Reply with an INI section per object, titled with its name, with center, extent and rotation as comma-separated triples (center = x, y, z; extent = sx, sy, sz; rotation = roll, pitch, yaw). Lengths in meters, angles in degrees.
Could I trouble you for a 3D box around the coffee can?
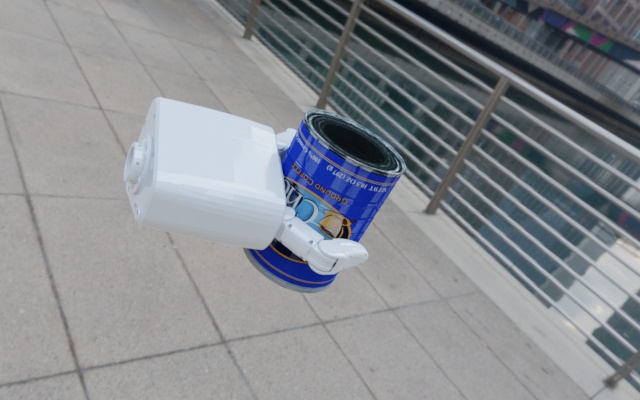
[coffee can]
center = 0.000, 0.002, 0.450
extent = 0.103, 0.140, 0.102
rotation = 24, 26, -12
